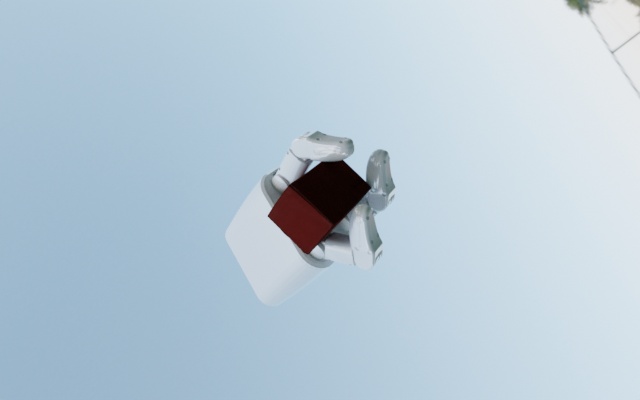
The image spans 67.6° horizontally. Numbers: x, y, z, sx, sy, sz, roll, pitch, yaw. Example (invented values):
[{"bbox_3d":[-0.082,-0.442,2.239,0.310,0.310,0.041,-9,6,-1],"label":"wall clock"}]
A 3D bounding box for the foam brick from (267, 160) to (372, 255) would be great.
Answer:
[{"bbox_3d":[0.000,0.001,0.438,0.078,0.053,0.051,-40,-7,-48],"label":"foam brick"}]
